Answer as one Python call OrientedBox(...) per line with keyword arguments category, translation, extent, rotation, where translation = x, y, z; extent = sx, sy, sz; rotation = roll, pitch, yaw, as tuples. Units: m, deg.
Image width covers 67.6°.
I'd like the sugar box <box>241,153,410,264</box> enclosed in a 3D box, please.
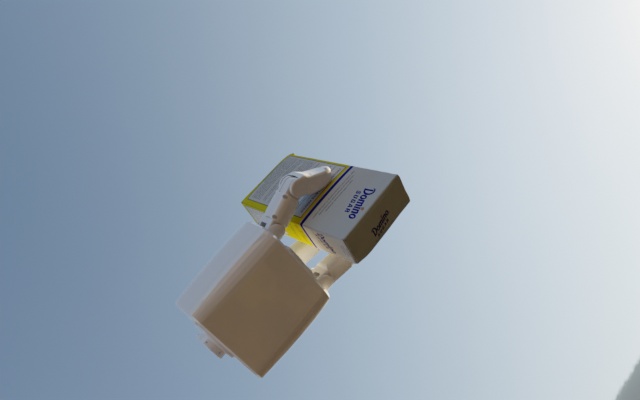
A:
OrientedBox(category="sugar box", translation=(0.000, 0.002, 0.523), extent=(0.176, 0.093, 0.048), rotation=(19, -31, 45))
